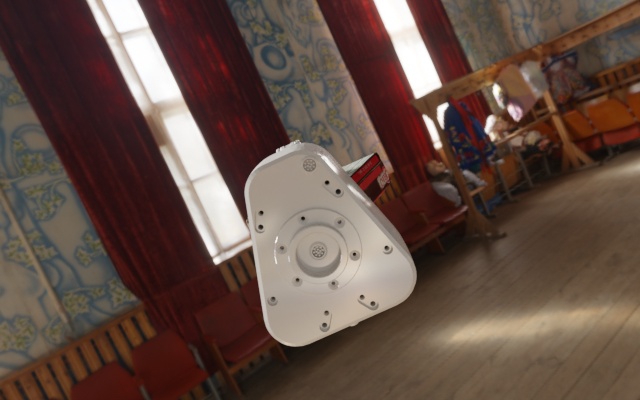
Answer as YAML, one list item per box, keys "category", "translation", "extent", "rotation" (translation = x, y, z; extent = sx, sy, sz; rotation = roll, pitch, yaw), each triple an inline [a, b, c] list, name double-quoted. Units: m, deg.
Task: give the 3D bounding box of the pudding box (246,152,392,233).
- category: "pudding box"
  translation: [0.000, 0.001, 0.439]
  extent: [0.113, 0.039, 0.090]
  rotation: [-20, 10, 30]
